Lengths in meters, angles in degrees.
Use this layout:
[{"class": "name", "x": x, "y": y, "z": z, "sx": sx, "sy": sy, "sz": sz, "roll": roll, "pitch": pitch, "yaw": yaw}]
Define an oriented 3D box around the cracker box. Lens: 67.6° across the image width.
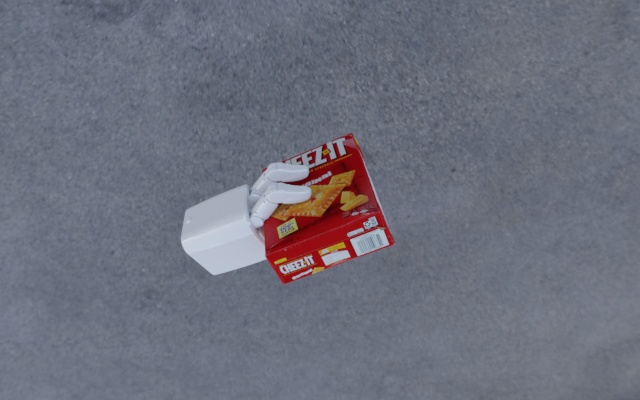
[{"class": "cracker box", "x": 0.000, "y": 0.003, "z": 0.704, "sx": 0.164, "sy": 0.072, "sz": 0.213, "roll": -21, "pitch": 37, "yaw": 7}]
